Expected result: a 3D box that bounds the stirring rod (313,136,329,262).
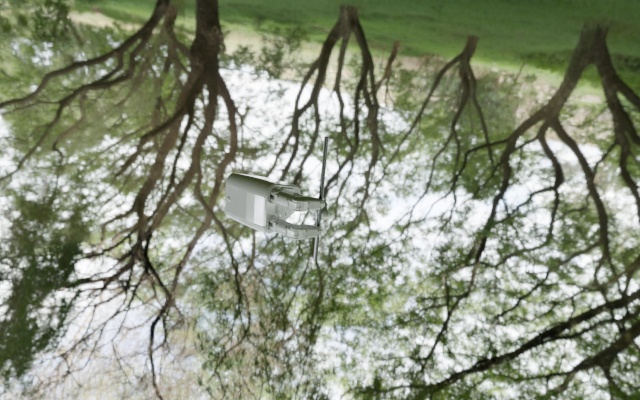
[{"bbox_3d":[0.000,0.003,0.863,0.011,0.240,0.011,5,21,-2],"label":"stirring rod"}]
